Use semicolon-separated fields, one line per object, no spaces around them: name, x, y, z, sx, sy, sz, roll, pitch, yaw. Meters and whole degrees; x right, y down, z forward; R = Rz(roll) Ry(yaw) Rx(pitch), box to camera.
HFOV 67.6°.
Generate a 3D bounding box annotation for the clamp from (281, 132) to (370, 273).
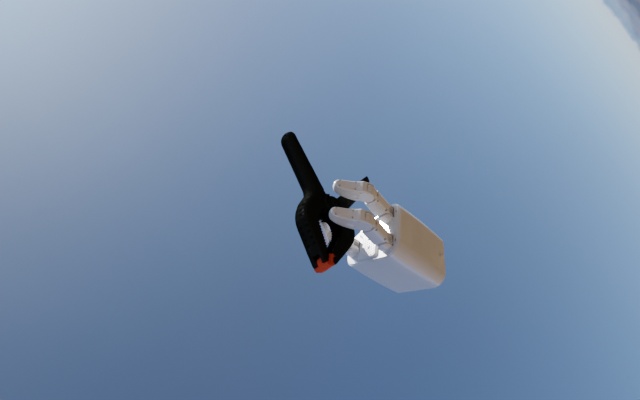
clamp;0.000;0.003;0.673;0.164;0.209;0.036;32;-48;-22
